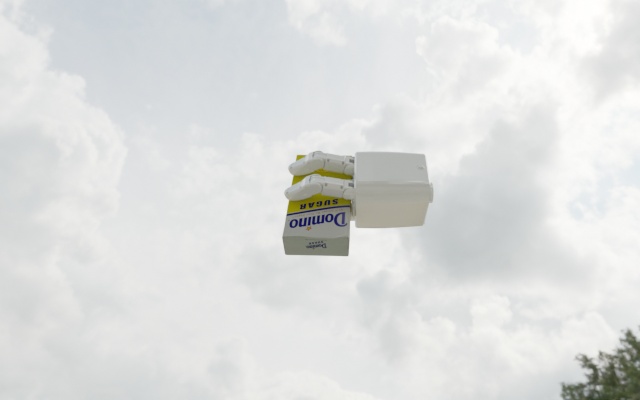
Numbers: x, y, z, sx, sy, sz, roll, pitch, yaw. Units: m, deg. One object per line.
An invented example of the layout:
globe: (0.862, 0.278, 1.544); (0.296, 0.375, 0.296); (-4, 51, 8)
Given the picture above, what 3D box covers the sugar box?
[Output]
sugar box: (0.000, 0.002, 0.712); (0.093, 0.048, 0.176); (0, 43, 5)
